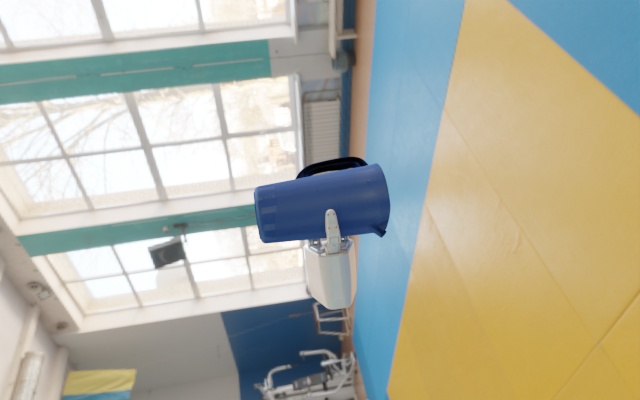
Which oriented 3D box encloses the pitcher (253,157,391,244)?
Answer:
[{"bbox_3d":[0.000,0.003,0.898,0.243,0.145,0.149,-8,10,-6],"label":"pitcher"}]
